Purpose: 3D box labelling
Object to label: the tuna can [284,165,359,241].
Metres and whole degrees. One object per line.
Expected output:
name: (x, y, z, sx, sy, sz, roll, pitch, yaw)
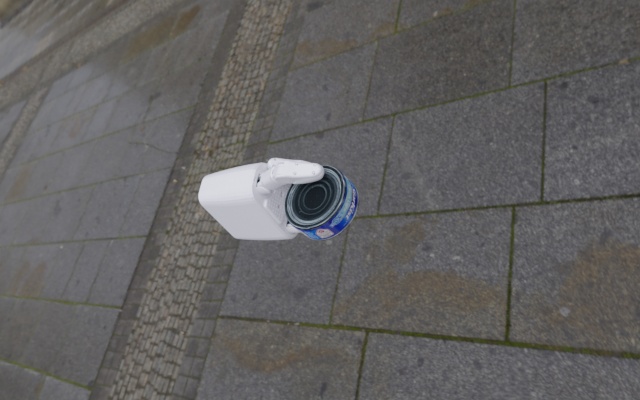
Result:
tuna can: (0.000, 0.002, 0.561, 0.086, 0.086, 0.034, 0, -26, 35)
